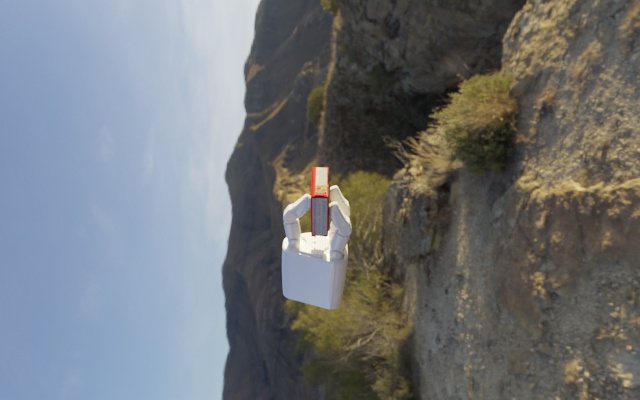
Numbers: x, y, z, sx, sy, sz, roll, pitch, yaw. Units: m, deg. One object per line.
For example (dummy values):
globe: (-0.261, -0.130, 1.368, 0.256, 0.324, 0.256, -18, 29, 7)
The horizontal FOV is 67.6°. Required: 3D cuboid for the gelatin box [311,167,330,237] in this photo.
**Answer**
gelatin box: (0.000, 0.002, 0.764, 0.030, 0.089, 0.073, 0, 42, 1)
